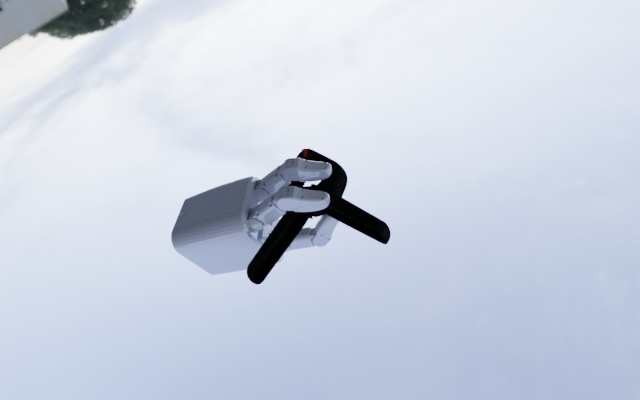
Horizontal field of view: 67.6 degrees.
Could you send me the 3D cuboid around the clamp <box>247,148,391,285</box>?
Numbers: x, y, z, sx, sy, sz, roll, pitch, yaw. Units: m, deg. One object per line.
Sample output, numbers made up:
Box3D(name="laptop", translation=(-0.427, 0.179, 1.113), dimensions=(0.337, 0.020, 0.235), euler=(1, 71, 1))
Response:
Box3D(name="clamp", translation=(0.000, 0.002, 0.581), dimensions=(0.164, 0.036, 0.209), euler=(-14, 39, 15))
